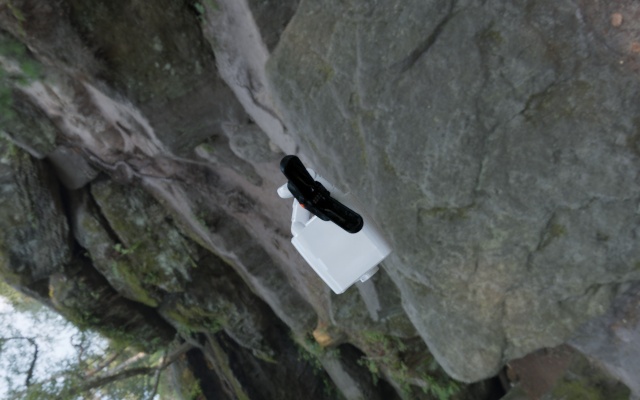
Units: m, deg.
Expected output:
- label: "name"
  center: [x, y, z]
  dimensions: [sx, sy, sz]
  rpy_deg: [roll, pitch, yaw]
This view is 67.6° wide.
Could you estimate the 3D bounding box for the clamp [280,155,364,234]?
- label: "clamp"
  center: [0.000, 0.002, 0.610]
  dimensions: [0.039, 0.120, 0.171]
  rpy_deg: [-42, -5, -4]
